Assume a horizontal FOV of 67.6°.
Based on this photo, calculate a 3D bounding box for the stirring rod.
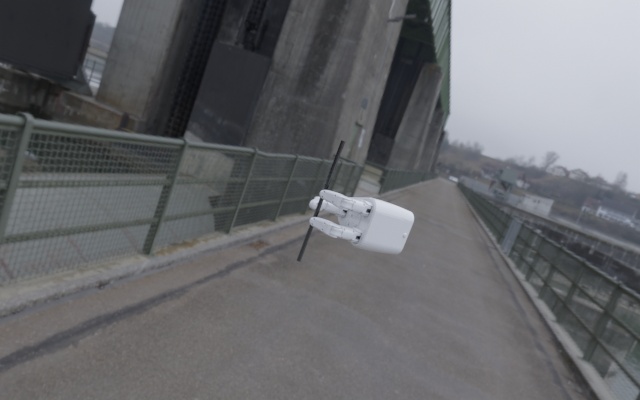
[{"bbox_3d":[0.000,0.003,0.887,0.011,0.239,0.011,20,9,-3],"label":"stirring rod"}]
